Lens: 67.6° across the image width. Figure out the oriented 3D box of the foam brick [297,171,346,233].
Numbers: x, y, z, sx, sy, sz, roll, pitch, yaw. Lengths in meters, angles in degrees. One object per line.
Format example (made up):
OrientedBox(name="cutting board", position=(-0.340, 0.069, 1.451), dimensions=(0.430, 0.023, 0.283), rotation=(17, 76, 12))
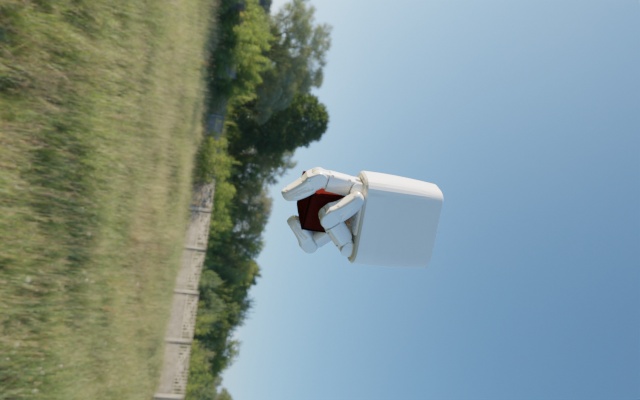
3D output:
OrientedBox(name="foam brick", position=(0.000, 0.002, 0.637), dimensions=(0.051, 0.053, 0.078), rotation=(7, 26, -12))
